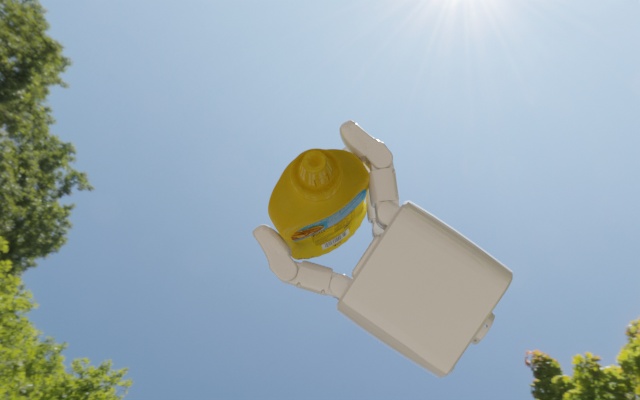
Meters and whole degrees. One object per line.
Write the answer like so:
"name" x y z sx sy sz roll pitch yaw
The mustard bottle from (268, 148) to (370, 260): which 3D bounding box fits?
"mustard bottle" 0.000 0.001 0.439 0.096 0.058 0.192 -30 -16 -7
